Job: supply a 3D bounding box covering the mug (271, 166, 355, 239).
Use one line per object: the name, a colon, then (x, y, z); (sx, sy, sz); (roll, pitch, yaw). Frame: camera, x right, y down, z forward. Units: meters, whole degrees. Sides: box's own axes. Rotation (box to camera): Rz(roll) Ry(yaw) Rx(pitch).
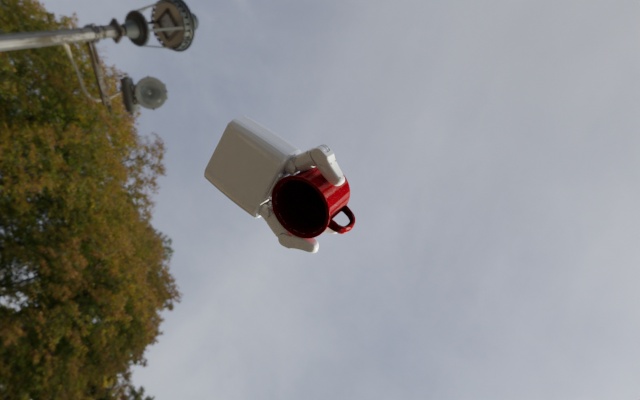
mug: (0.001, 0.003, 0.679); (0.117, 0.093, 0.081); (36, 36, 12)
